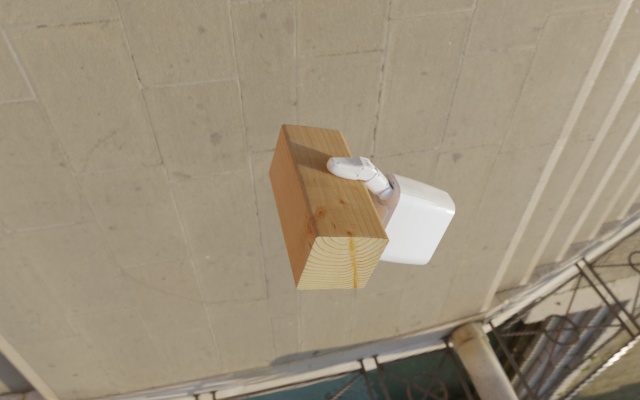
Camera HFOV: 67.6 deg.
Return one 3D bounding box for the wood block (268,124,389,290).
[{"bbox_3d":[0.001,0.002,0.605,0.090,0.091,0.206,3,41,-22],"label":"wood block"}]
